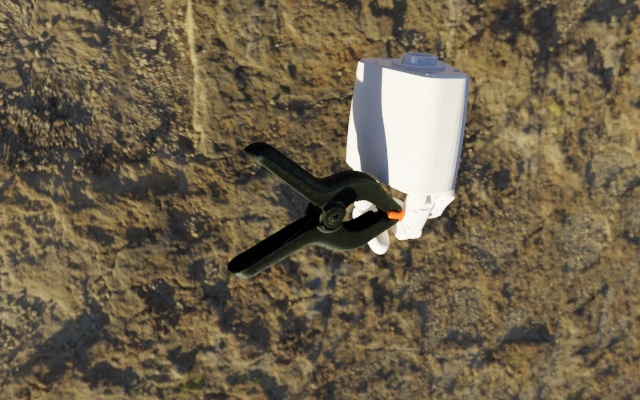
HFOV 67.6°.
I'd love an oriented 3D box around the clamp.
[{"bbox_3d":[0.000,0.002,0.424,0.171,0.120,0.039,-10,34,-27],"label":"clamp"}]
